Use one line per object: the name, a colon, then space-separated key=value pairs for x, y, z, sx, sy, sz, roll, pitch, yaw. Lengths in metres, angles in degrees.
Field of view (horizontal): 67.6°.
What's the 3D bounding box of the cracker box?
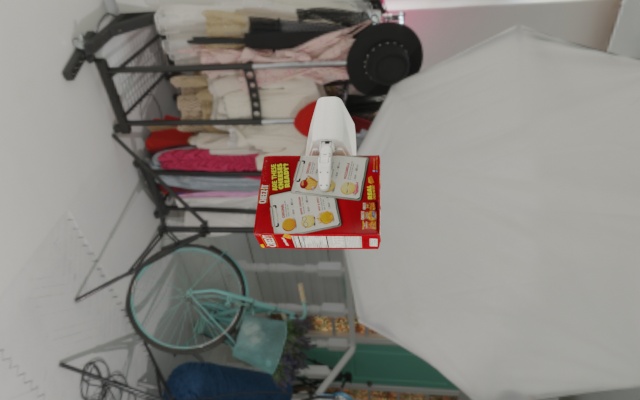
cracker box: x=0.000 y=0.003 z=0.854 sx=0.214 sy=0.164 sz=0.072 roll=0 pitch=-31 yaw=7
